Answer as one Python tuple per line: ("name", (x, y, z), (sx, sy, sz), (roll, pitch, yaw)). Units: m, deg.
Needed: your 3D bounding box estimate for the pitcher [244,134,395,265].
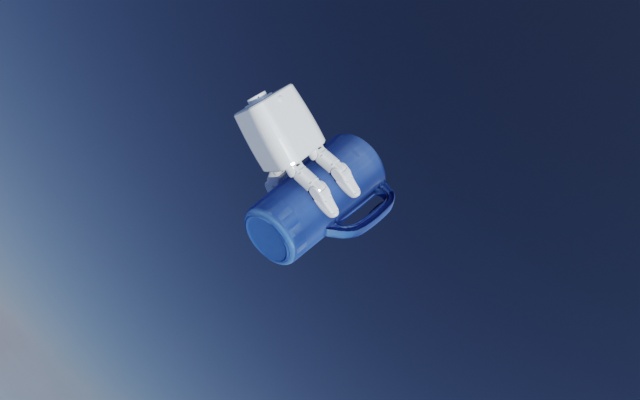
("pitcher", (0.000, 0.002, 0.800), (0.149, 0.145, 0.242), (-9, 25, 50))
